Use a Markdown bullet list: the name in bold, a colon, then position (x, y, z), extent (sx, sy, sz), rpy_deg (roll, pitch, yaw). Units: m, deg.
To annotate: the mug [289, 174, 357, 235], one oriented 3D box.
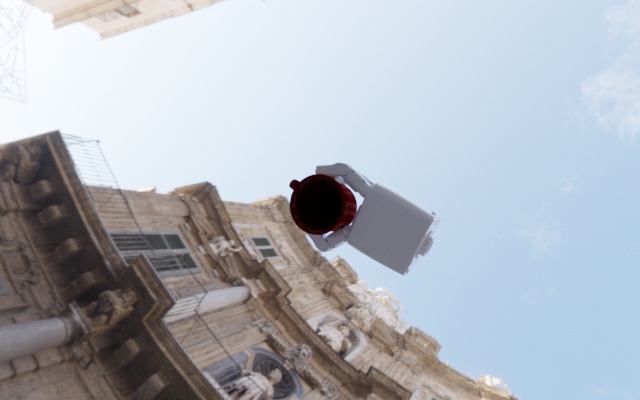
- **mug**: position (-0.001, 0.002, 0.764), extent (0.117, 0.093, 0.081), rpy_deg (32, 8, 20)
